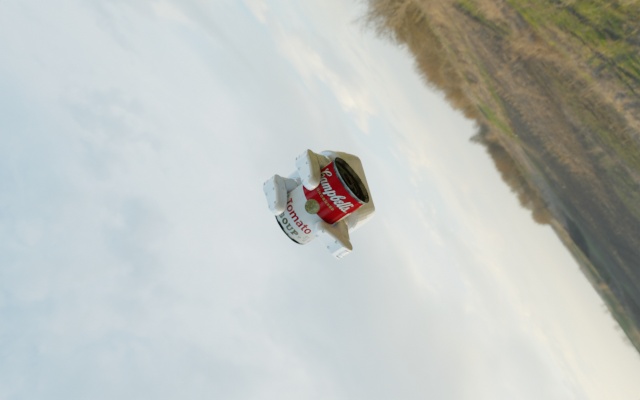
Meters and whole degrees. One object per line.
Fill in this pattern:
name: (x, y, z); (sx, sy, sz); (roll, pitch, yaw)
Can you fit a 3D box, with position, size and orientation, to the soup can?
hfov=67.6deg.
soup can: (0.000, 0.002, 0.598); (0.102, 0.068, 0.068); (-35, -14, 21)
